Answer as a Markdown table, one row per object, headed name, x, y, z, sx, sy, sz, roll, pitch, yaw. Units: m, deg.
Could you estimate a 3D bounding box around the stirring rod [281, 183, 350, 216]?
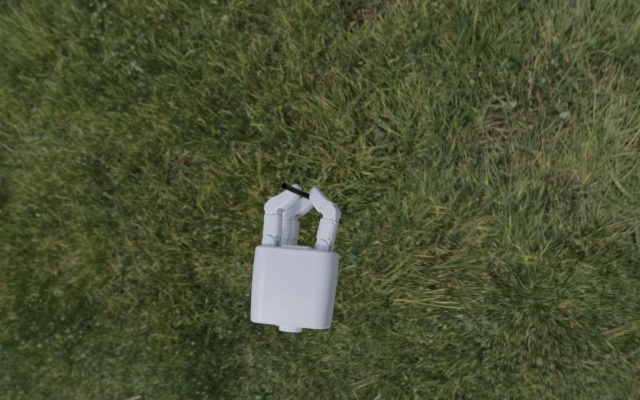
| name | x | y | z | sx | sy | sz | roll | pitch | yaw |
| --- | --- | --- | --- | --- | --- | --- | --- | --- | --- |
| stirring rod | 0.000 | 0.002 | 0.735 | 0.011 | 0.011 | 0.239 | 0 | -10 | 24 |
